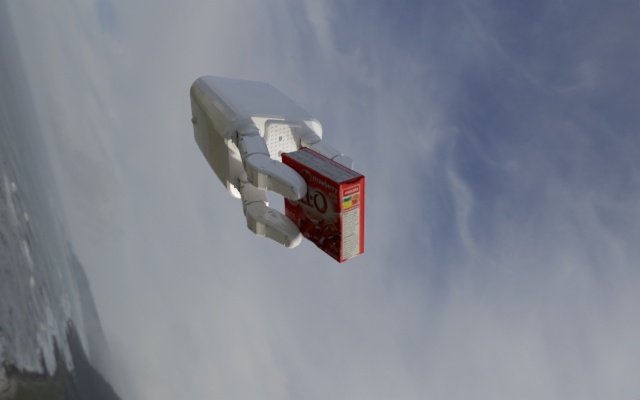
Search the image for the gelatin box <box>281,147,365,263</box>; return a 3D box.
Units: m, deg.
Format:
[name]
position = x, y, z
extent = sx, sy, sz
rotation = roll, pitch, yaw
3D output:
[gelatin box]
position = 0.001, 0.001, 0.415
extent = 0.030, 0.073, 0.089
rotation = -19, 32, -31
